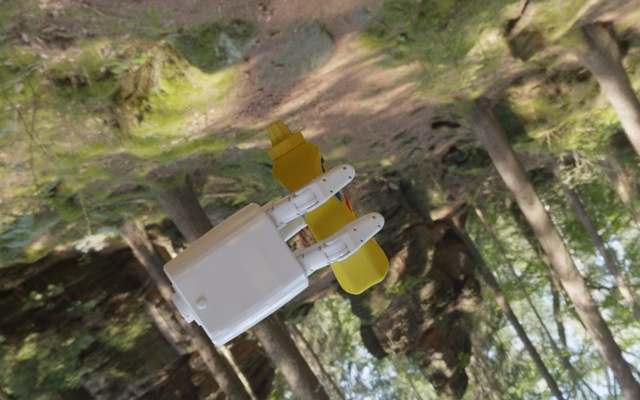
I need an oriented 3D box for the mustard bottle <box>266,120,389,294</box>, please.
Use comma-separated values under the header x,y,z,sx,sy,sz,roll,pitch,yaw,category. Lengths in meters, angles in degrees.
x,y,z,sx,sy,sz,roll,pitch,yaw,category
0.001,0.002,0.507,0.058,0.191,0.096,-31,7,6,mustard bottle
